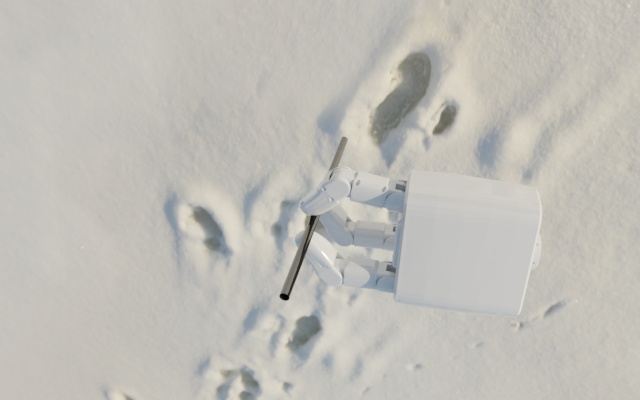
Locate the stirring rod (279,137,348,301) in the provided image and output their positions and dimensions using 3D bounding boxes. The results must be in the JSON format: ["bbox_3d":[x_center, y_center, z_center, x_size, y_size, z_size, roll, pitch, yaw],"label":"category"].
[{"bbox_3d":[0.000,0.001,0.450,0.011,0.011,0.239,0,36,16],"label":"stirring rod"}]
